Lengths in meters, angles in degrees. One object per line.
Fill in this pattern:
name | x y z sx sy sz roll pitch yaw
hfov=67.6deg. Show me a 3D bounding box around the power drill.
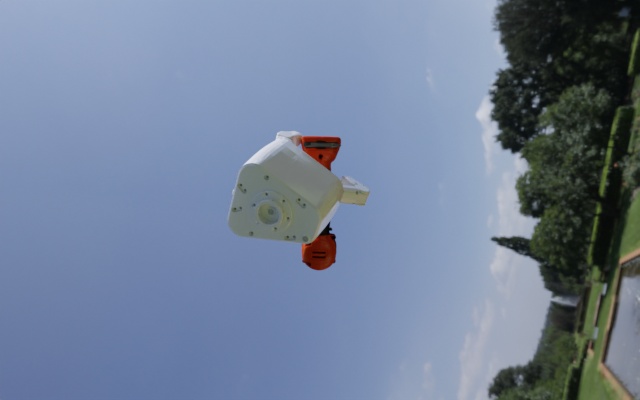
power drill | 0.000 0.002 0.710 0.057 0.187 0.184 0 1 -2
